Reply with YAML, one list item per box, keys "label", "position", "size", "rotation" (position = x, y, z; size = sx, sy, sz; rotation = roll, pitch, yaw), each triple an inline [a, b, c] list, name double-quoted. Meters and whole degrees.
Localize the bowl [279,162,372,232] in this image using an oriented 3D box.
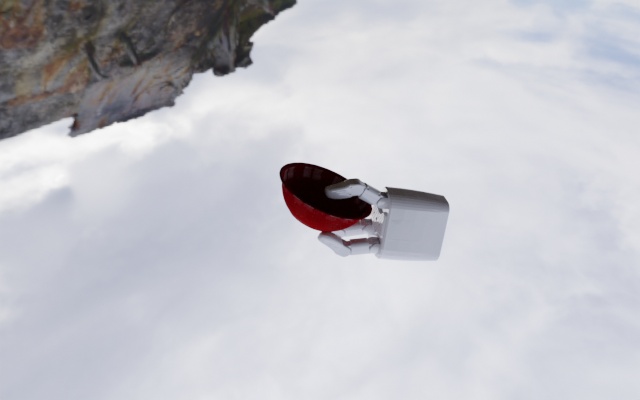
- label: "bowl"
  position: [-0.001, 0.002, 0.776]
  size: [0.162, 0.055, 0.162]
  rotation: [21, 26, -11]
